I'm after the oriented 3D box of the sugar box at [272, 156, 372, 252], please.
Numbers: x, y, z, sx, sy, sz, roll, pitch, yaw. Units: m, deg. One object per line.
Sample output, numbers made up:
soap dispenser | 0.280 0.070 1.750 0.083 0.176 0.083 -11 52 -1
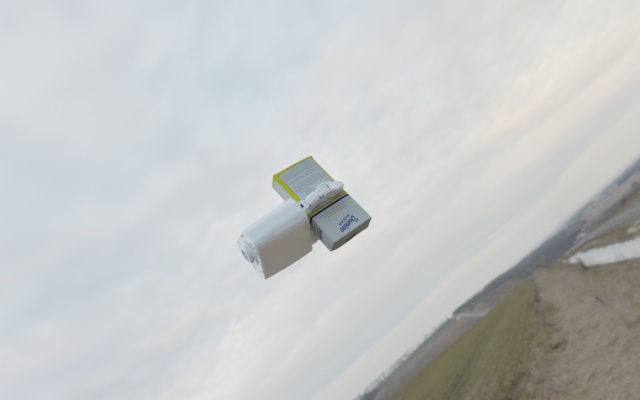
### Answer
sugar box | 0.000 0.003 0.876 0.093 0.176 0.048 -31 -22 -26
